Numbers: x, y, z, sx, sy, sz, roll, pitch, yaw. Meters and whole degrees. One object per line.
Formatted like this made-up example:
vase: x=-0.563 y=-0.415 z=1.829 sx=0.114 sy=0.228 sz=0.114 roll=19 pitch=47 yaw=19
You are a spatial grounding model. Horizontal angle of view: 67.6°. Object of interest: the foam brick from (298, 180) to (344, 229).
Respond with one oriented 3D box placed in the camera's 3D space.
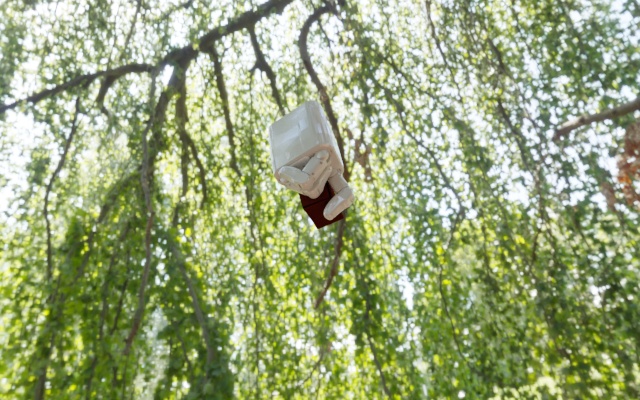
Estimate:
foam brick: x=0.000 y=0.003 z=0.807 sx=0.053 sy=0.051 sz=0.078 roll=-22 pitch=-34 yaw=6
